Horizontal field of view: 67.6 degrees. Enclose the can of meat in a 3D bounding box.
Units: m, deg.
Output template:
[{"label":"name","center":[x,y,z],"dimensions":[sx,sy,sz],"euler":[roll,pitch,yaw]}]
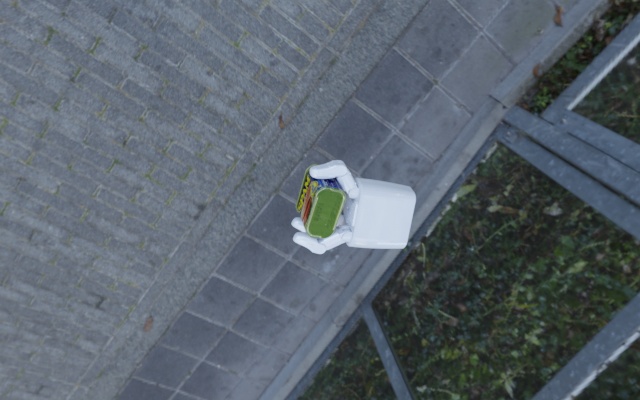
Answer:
[{"label":"can of meat","center":[0.000,0.003,0.813],"dimensions":[0.057,0.102,0.084],"euler":[8,27,-18]}]
